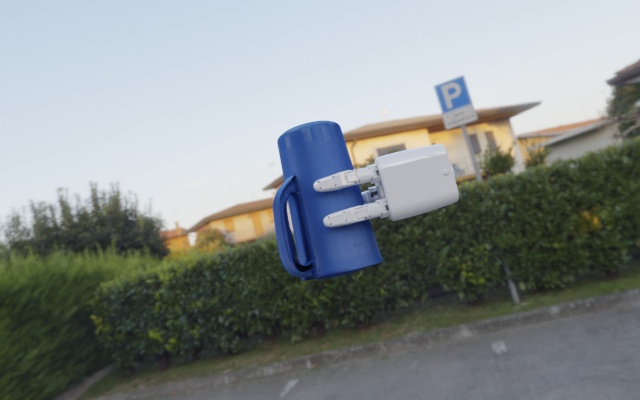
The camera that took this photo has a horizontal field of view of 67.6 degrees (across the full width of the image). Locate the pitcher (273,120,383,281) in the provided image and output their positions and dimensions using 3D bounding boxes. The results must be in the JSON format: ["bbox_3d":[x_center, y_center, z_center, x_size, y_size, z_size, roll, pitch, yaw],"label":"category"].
[{"bbox_3d":[0.000,0.002,0.762,0.145,0.243,0.149,-15,-6,4],"label":"pitcher"}]
